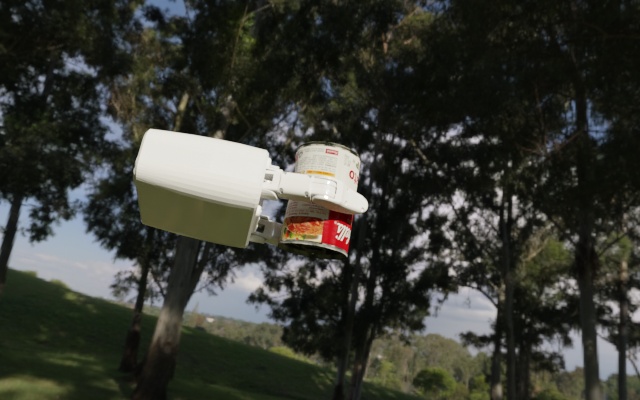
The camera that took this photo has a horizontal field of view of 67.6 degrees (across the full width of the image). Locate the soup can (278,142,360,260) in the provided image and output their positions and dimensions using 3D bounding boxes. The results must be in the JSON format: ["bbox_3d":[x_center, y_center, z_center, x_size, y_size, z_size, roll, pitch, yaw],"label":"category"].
[{"bbox_3d":[0.001,0.001,0.473,0.068,0.102,0.068,9,-16,3],"label":"soup can"}]
